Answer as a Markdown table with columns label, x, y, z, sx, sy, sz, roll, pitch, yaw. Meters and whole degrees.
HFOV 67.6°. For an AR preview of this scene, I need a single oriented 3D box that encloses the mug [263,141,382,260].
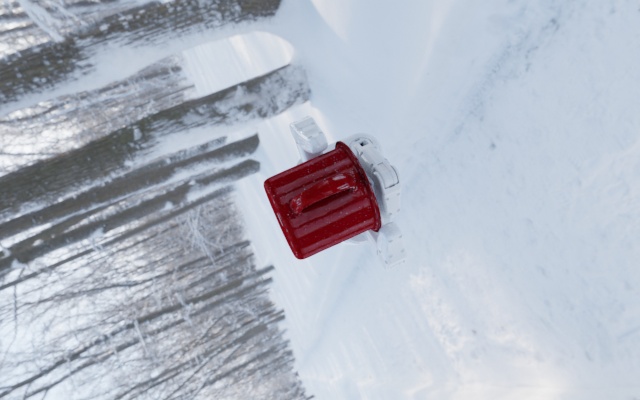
| label | x | y | z | sx | sy | sz | roll | pitch | yaw |
| --- | --- | --- | --- | --- | --- | --- | --- | --- | --- |
| mug | 0.000 | 0.001 | 0.428 | 0.081 | 0.093 | 0.117 | -24 | -5 | -8 |
